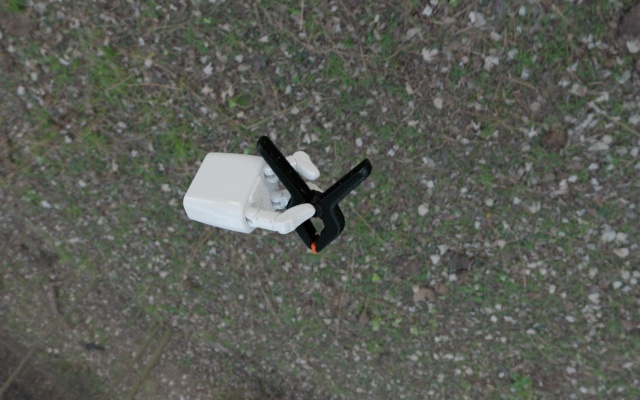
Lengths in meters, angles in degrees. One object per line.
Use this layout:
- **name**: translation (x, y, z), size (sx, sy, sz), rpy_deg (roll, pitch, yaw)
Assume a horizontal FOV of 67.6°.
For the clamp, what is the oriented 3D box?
- **clamp**: translation (0.000, 0.003, 0.701), size (0.164, 0.210, 0.036), rpy_deg (10, 45, 22)
